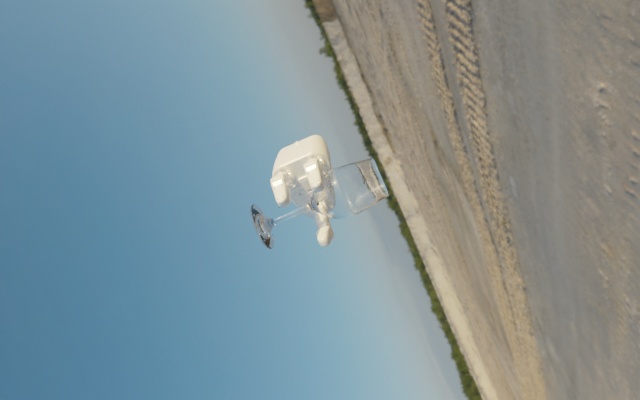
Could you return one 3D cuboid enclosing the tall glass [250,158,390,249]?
[{"bbox_3d":[0.000,0.003,0.724,0.201,0.079,0.079,-23,-4,9],"label":"tall glass"}]
